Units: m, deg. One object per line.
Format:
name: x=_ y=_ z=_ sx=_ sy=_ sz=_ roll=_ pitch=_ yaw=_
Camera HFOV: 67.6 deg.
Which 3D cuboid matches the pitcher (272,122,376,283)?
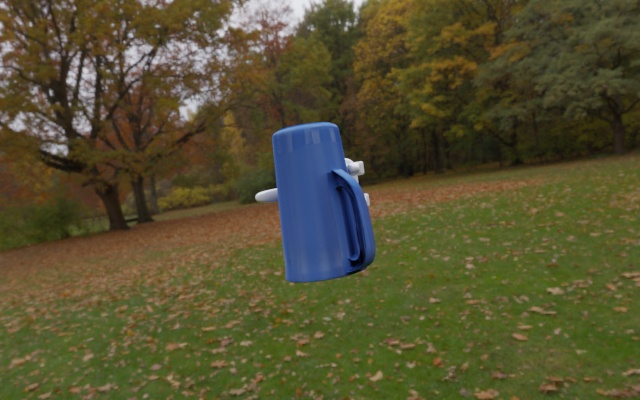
pitcher: x=0.000 y=0.002 z=0.759 sx=0.149 sy=0.243 sz=0.145 roll=-9 pitch=2 yaw=5
